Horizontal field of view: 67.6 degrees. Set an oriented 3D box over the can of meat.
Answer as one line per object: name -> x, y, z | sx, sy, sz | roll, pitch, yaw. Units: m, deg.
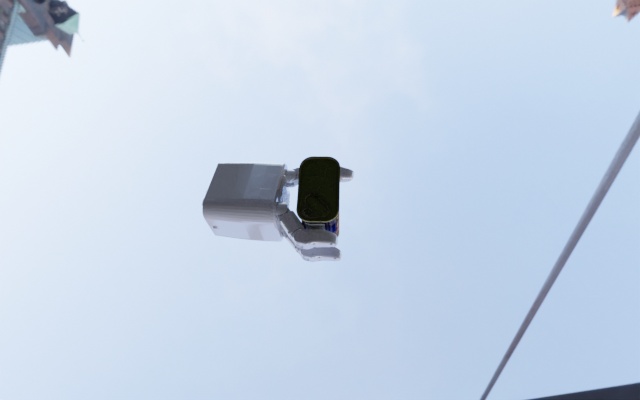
can of meat -> 0.000, 0.002, 0.681 | 0.057, 0.102, 0.084 | 0, -28, 4
